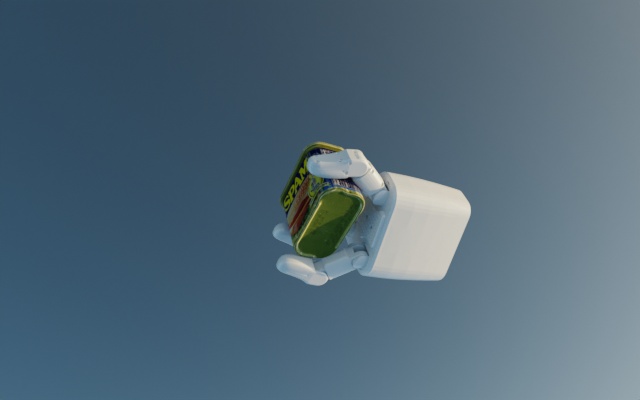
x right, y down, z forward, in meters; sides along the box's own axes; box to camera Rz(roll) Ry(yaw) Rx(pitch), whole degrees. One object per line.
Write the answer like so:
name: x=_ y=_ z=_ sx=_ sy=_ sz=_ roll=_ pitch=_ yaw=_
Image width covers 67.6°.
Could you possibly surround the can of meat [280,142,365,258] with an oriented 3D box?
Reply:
can of meat: x=0.000 y=0.002 z=0.528 sx=0.057 sy=0.102 sz=0.084 roll=13 pitch=35 yaw=-25
